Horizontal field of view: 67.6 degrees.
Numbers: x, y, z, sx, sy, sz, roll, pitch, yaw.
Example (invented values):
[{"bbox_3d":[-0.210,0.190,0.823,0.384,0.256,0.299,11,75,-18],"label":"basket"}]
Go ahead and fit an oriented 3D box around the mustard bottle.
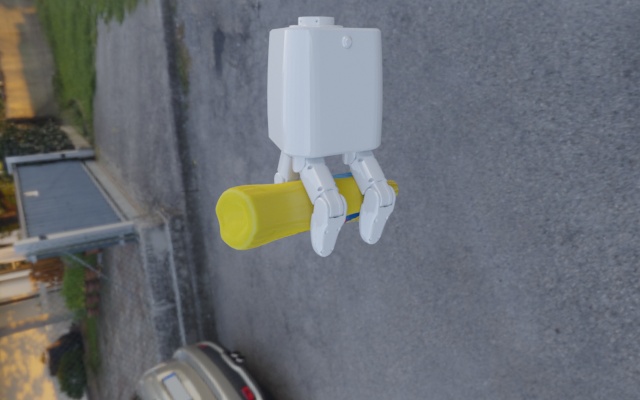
[{"bbox_3d":[0.000,0.002,0.479,0.191,0.058,0.096,-11,-3,-31],"label":"mustard bottle"}]
